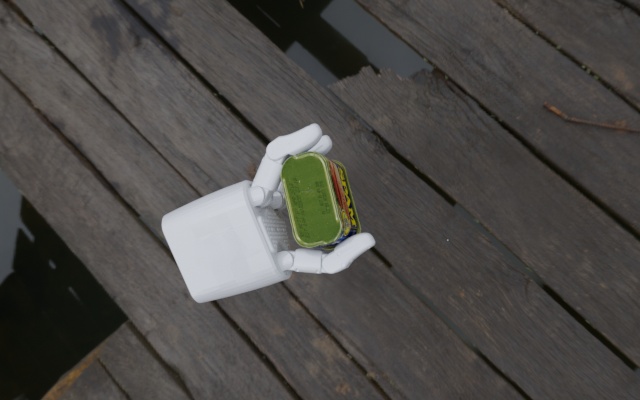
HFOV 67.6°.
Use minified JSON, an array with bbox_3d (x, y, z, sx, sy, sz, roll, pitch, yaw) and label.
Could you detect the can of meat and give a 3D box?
[{"bbox_3d":[0.000,0.002,0.514,0.057,0.102,0.084,-16,-8,14],"label":"can of meat"}]
